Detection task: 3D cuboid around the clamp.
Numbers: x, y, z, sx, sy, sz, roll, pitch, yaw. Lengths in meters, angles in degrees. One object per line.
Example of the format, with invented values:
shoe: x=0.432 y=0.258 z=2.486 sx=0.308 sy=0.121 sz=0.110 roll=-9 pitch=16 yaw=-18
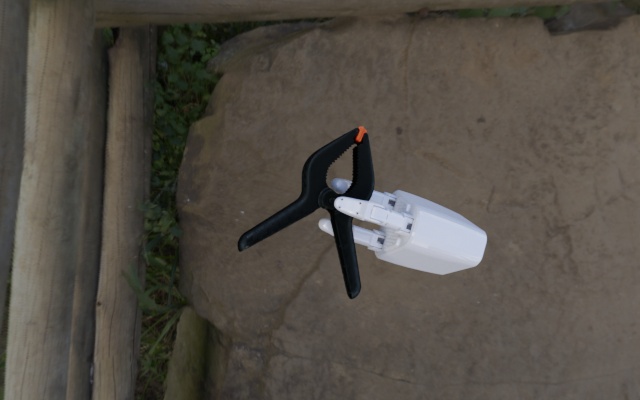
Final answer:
clamp: x=0.001 y=0.001 z=0.594 sx=0.164 sy=0.210 sz=0.036 roll=18 pitch=-5 yaw=-13
